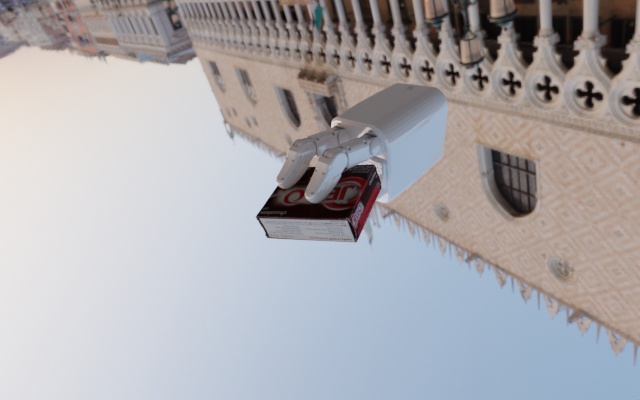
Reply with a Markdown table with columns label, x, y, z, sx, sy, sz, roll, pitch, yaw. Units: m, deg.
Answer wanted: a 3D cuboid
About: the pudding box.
| label | x | y | z | sx | sy | sz | roll | pitch | yaw |
| --- | --- | --- | --- | --- | --- | --- | --- | --- | --- |
| pudding box | 0.000 | 0.002 | 0.520 | 0.113 | 0.039 | 0.090 | -2 | 38 | 30 |
